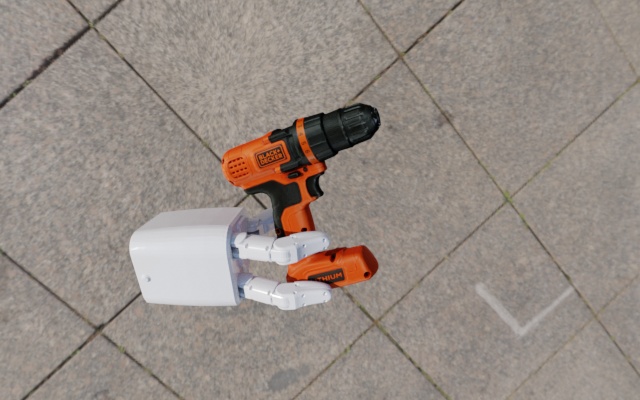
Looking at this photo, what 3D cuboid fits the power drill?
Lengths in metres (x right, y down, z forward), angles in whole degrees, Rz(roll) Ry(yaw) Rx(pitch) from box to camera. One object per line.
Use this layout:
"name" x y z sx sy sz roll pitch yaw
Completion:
"power drill" 0.000 0.002 0.529 0.184 0.187 0.057 -17 8 20
